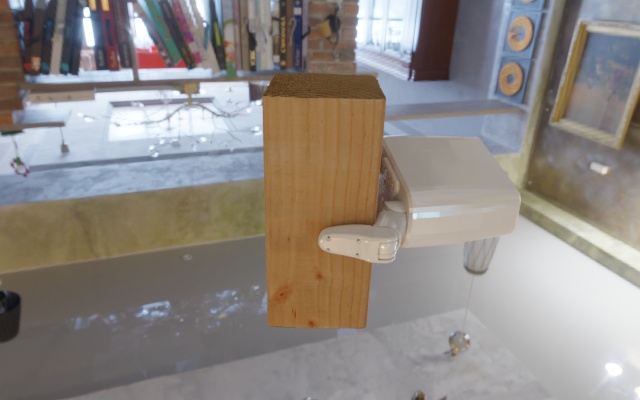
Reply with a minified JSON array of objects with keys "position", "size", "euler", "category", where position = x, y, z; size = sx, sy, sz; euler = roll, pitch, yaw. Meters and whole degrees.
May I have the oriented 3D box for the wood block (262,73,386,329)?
[{"position":[0.000,0.002,0.418],"size":[0.090,0.206,0.090],"euler":[1,25,0],"category":"wood block"}]
